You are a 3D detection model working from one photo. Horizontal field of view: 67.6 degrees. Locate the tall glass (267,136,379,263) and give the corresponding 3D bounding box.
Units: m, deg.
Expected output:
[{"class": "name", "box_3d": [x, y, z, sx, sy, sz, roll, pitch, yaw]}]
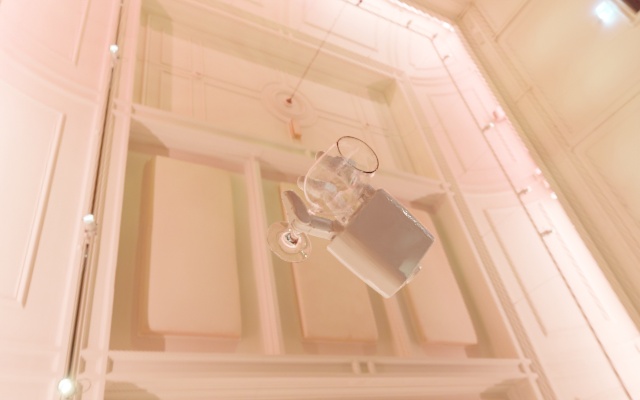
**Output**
[{"class": "tall glass", "box_3d": [0.000, 0.002, 0.657, 0.079, 0.079, 0.201, 0, -38, -36]}]
